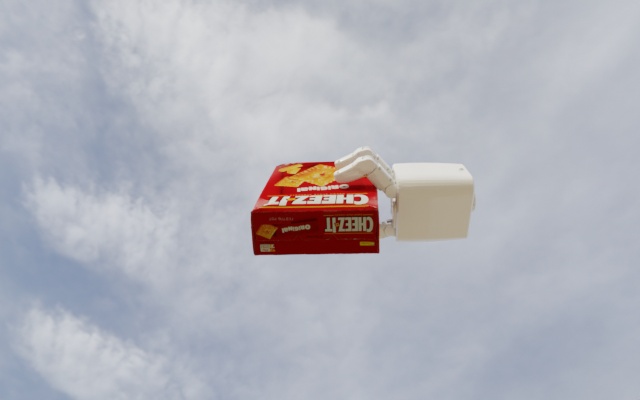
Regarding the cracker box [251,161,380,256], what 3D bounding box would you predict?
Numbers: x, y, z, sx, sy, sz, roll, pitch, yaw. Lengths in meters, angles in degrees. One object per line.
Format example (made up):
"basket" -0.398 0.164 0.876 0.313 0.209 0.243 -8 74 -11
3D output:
"cracker box" 0.000 0.002 0.696 0.164 0.072 0.213 -2 20 5
